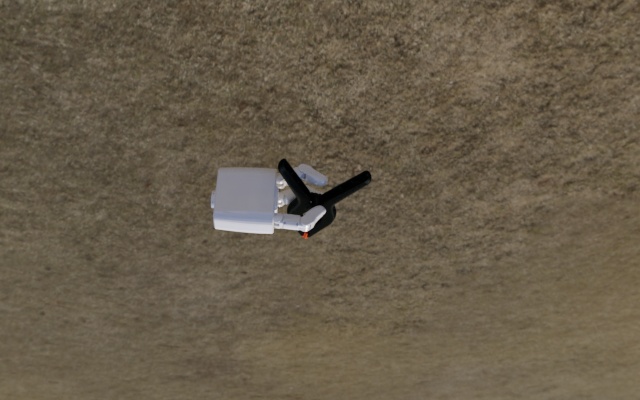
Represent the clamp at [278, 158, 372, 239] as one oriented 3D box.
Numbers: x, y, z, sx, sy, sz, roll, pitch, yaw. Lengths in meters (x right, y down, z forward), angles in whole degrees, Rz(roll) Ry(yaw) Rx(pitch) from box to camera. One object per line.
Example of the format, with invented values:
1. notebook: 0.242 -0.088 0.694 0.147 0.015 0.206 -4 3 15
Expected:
1. clamp: 0.000 0.004 0.892 0.164 0.036 0.210 4 -39 -4
